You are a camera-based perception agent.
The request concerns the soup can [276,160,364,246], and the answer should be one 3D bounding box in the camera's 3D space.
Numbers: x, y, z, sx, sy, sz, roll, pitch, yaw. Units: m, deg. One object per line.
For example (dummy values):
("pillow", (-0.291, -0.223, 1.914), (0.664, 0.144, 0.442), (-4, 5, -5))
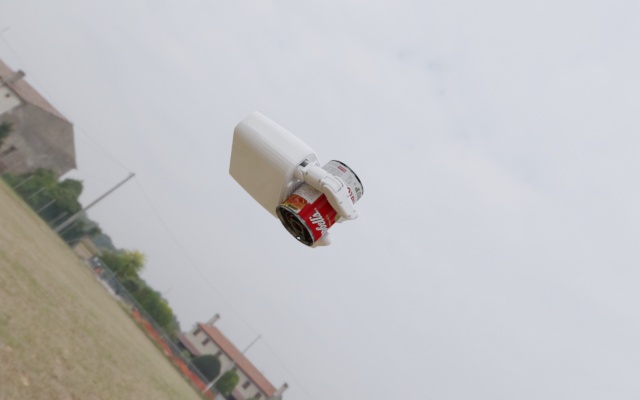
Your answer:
("soup can", (0.001, 0.002, 0.633), (0.102, 0.068, 0.068), (-43, 20, -23))
